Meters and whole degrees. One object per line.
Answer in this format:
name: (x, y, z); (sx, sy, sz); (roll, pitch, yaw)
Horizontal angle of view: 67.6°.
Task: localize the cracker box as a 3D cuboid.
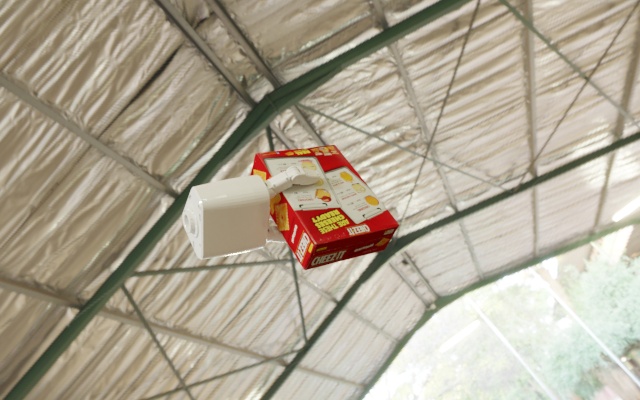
cracker box: (0.000, 0.002, 0.795); (0.164, 0.072, 0.213); (-10, 49, -32)
